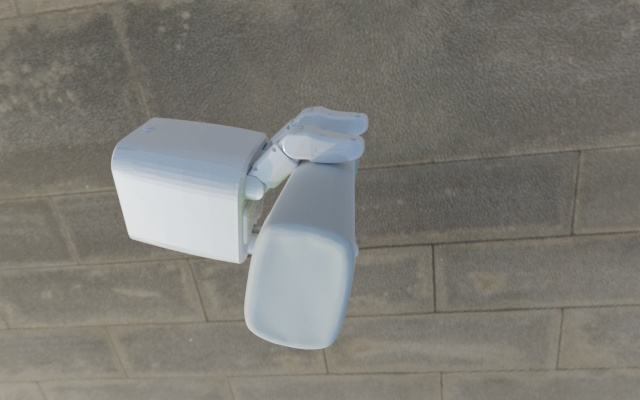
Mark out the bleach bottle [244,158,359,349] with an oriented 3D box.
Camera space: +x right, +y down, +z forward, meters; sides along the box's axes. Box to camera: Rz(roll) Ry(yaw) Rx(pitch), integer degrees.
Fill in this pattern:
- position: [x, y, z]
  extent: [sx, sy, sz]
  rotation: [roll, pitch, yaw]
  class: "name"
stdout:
- position: [0.000, 0.001, 0.412]
  extent: [0.068, 0.103, 0.250]
  rotation: [12, 27, 1]
  class: "bleach bottle"
